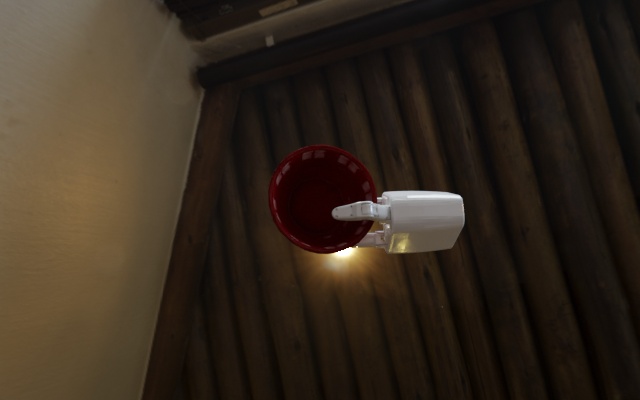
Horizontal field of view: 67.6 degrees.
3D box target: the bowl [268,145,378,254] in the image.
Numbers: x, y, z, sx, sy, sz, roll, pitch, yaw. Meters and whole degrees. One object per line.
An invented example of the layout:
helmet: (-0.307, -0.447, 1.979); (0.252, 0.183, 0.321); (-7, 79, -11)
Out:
bowl: (-0.001, 0.002, 0.710); (0.162, 0.162, 0.055); (0, -13, -12)
